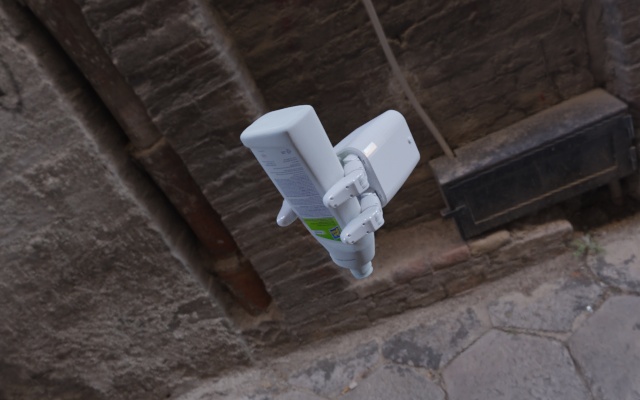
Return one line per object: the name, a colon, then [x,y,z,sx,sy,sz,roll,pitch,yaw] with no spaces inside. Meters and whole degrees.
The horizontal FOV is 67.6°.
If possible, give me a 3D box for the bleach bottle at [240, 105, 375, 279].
bleach bottle: [0.000,0.002,0.627,0.102,0.251,0.068,0,38,45]
